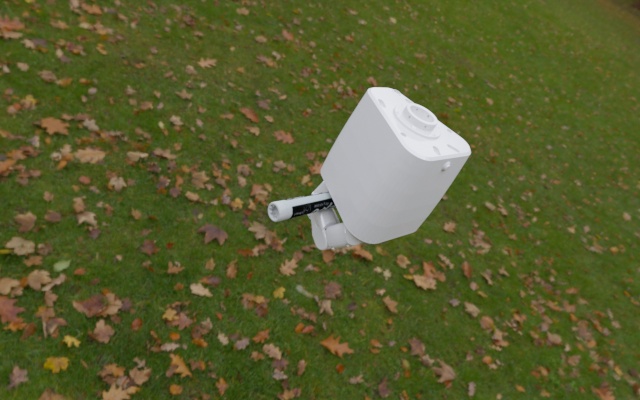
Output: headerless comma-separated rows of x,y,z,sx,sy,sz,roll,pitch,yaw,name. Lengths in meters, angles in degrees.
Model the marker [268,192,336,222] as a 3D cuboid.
0.000,0.002,0.482,0.121,0.020,0.020,-12,8,-42,marker
